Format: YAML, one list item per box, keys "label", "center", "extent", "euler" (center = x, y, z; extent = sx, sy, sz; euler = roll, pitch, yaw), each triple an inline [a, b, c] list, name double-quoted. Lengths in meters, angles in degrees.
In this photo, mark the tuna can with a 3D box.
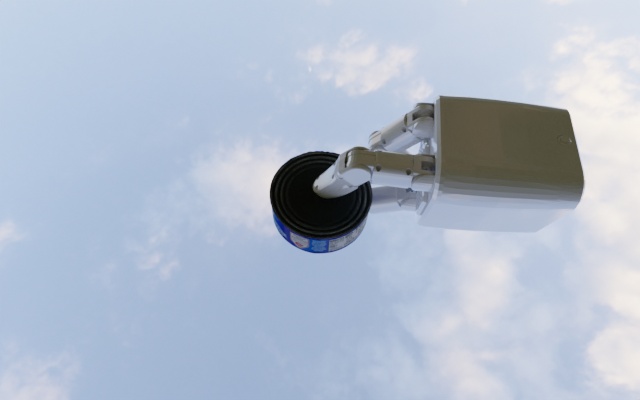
- label: "tuna can"
  center: [0.000, 0.002, 0.411]
  extent: [0.086, 0.086, 0.034]
  euler: [0, -31, -2]
